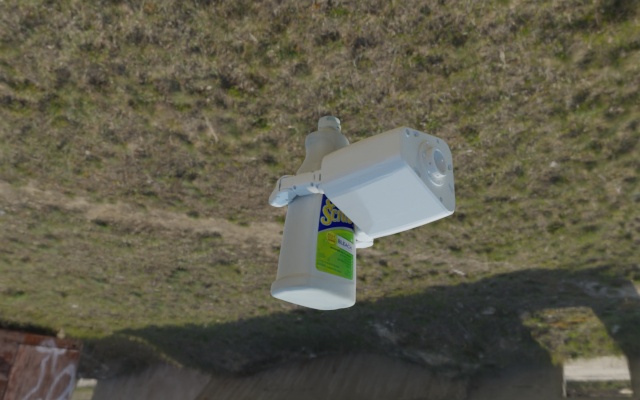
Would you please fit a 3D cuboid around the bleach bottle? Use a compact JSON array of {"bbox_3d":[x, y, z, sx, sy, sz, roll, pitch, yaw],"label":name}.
[{"bbox_3d":[0.000,0.002,0.598,0.068,0.250,0.102,-19,-33,40],"label":"bleach bottle"}]
